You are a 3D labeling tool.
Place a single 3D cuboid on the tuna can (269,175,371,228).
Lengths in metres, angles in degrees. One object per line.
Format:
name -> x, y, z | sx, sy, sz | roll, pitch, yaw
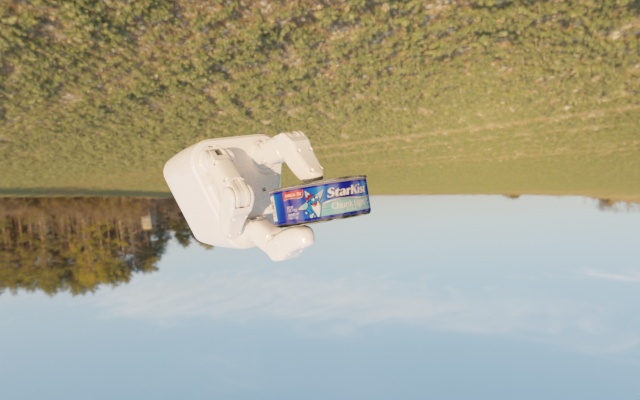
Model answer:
tuna can -> 0.000, 0.002, 0.414 | 0.086, 0.034, 0.086 | -9, -1, 0
